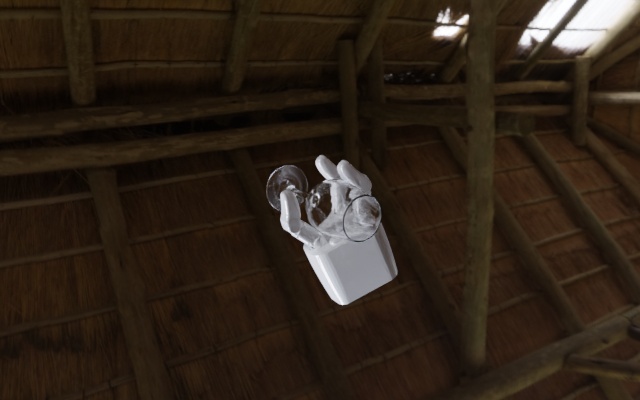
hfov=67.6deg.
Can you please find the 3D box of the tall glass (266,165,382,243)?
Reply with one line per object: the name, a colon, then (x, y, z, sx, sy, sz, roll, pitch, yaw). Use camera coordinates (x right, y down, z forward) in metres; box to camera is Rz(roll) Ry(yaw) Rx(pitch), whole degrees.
tall glass: (0.000, 0.002, 0.677, 0.079, 0.079, 0.201, 0, 12, -33)
